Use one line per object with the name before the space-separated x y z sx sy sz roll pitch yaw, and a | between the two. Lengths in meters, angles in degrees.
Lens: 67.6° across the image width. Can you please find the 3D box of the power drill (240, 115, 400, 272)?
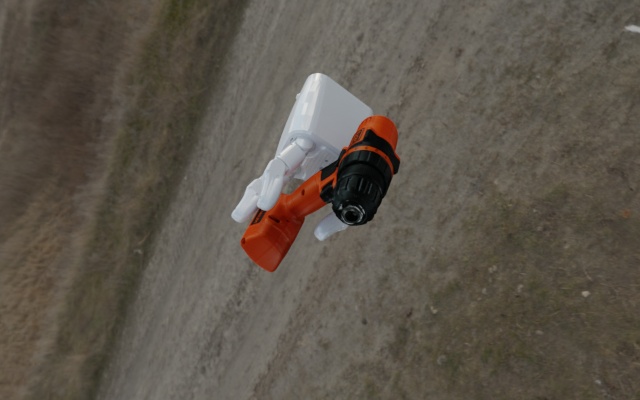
power drill | 0.000 0.002 0.502 0.188 0.057 0.184 -35 15 30
